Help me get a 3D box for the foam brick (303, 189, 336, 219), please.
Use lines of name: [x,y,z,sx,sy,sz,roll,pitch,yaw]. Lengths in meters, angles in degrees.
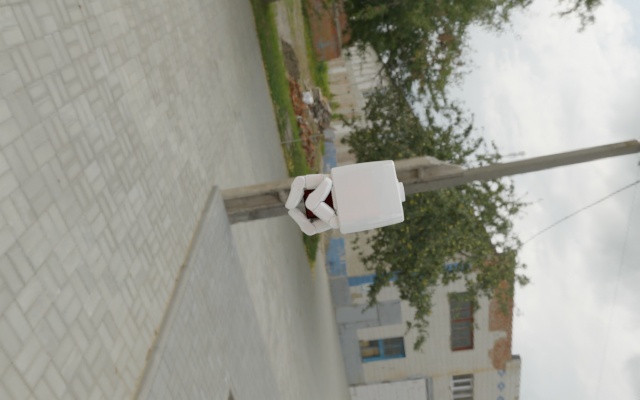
foam brick: [0.000,0.003,0.862,0.051,0.053,0.078,-10,2,4]
